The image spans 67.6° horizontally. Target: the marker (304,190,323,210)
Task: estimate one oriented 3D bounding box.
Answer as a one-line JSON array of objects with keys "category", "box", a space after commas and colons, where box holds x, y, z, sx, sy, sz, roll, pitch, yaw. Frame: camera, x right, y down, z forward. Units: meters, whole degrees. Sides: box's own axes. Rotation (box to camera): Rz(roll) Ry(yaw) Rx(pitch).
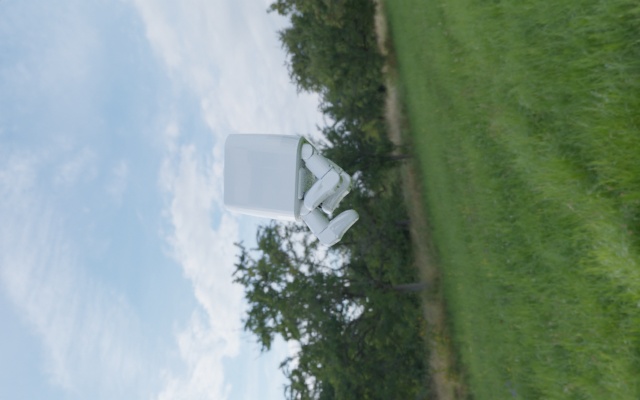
[{"category": "marker", "box": [0.000, 0.002, 0.680, 0.020, 0.020, 0.121, 0, -7, 12]}]
